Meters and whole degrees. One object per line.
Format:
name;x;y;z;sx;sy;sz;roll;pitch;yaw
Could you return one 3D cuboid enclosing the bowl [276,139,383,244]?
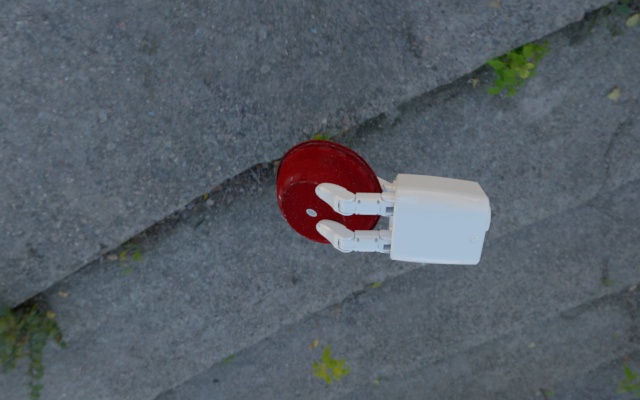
bowl;-0.001;0.002;0.646;0.162;0.162;0.055;0;29;27
